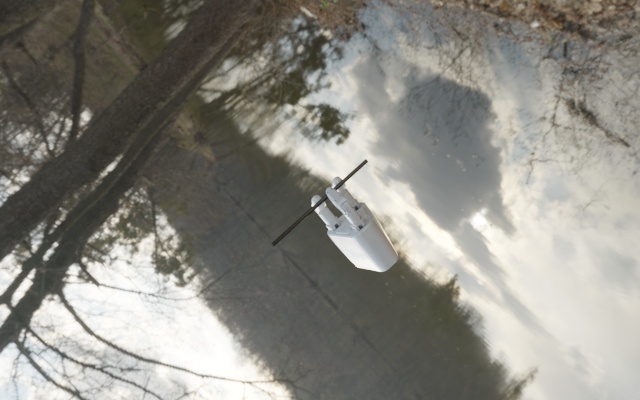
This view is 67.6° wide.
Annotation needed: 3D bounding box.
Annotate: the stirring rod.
[{"bbox_3d":[0.000,0.003,0.898,0.239,0.011,0.011,-42,7,-8],"label":"stirring rod"}]
